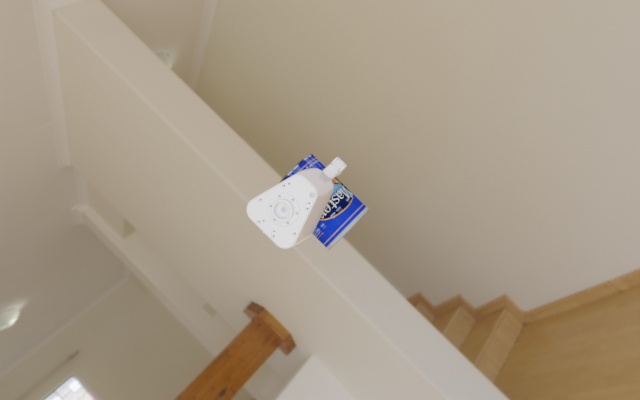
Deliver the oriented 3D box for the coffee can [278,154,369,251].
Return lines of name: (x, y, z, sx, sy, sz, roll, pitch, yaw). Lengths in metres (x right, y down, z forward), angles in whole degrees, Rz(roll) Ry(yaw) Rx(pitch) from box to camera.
coffee can: (0.000, 0.003, 0.840, 0.140, 0.103, 0.103, 44, 4, 4)
